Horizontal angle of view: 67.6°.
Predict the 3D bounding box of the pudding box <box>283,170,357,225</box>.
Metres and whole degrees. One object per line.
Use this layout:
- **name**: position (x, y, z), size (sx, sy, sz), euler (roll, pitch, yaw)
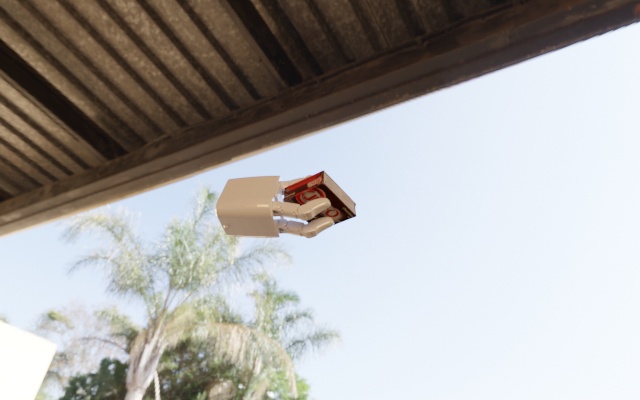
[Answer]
- **pudding box**: position (0.000, 0.003, 0.881), size (0.090, 0.039, 0.113), euler (-22, -44, 28)
